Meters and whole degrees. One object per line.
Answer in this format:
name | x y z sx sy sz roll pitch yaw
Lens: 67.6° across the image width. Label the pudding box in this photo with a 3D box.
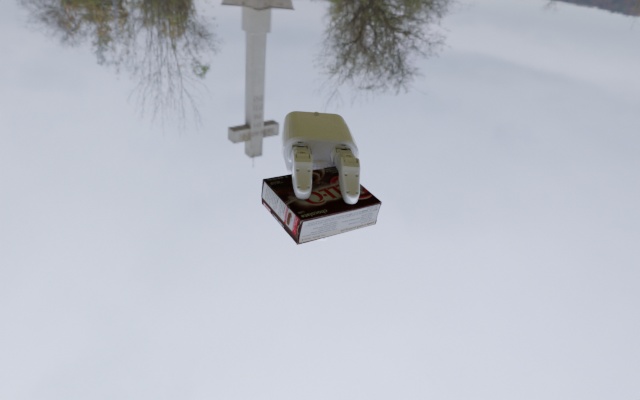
pudding box | 0.000 0.002 0.558 0.113 0.039 0.090 -14 38 -30
